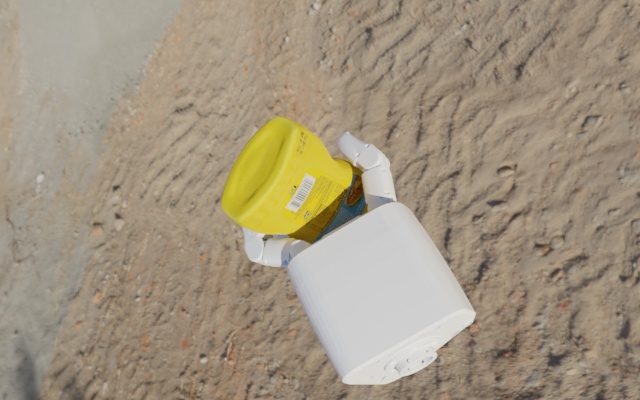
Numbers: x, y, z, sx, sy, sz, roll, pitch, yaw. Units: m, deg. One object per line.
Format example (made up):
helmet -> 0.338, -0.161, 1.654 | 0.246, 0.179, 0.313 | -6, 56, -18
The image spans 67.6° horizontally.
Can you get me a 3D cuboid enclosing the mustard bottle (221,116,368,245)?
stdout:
mustard bottle -> 0.000, 0.001, 0.458 | 0.058, 0.096, 0.192 | 32, 2, 38
